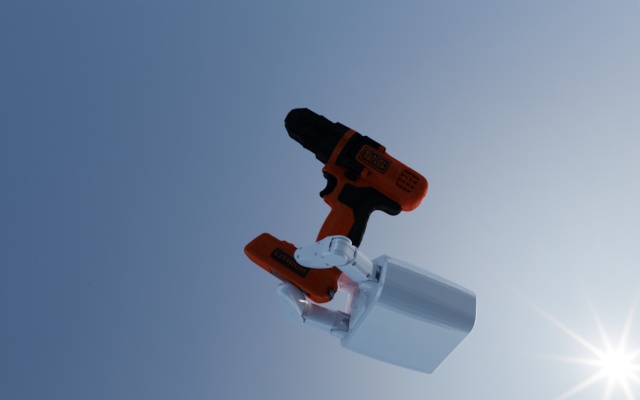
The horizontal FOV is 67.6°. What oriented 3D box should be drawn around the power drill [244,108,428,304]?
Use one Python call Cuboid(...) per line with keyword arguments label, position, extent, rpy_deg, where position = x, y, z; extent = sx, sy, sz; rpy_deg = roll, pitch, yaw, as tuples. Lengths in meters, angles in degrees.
Cuboid(label="power drill", position=(0.000, 0.002, 0.525), extent=(0.184, 0.187, 0.057), rpy_deg=(32, -15, 11))
